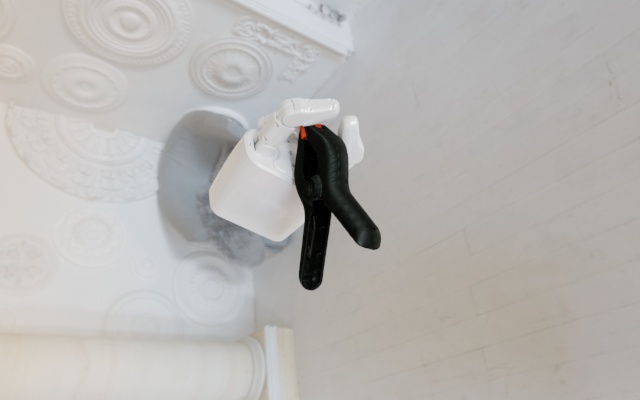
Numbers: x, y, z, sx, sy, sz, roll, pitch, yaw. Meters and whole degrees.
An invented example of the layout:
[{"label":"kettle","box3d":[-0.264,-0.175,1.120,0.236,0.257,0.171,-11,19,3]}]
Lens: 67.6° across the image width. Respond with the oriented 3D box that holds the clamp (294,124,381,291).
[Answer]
[{"label":"clamp","box3d":[0.000,0.001,0.476,0.039,0.171,0.120,14,-43,-34]}]
